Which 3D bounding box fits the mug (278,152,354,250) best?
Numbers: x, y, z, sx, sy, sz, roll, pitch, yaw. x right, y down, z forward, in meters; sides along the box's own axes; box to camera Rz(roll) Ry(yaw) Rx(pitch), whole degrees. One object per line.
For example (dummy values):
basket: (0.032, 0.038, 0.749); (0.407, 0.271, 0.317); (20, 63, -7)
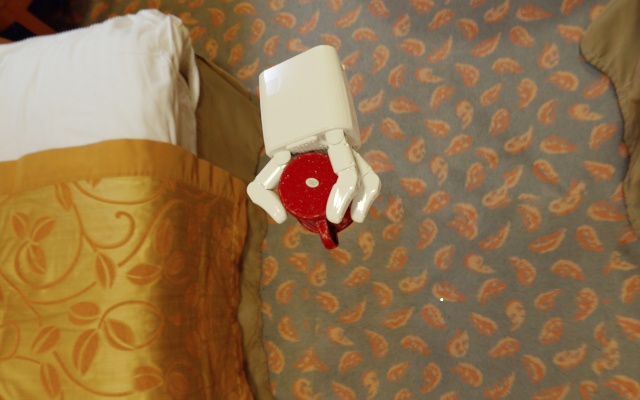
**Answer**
mug: (0.000, 0.003, 0.578); (0.093, 0.117, 0.081); (-12, -15, 12)
